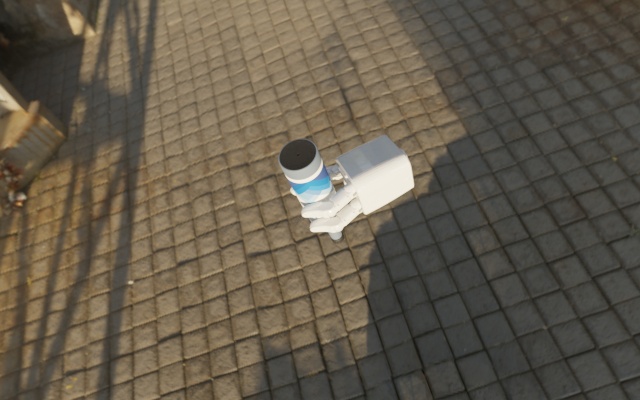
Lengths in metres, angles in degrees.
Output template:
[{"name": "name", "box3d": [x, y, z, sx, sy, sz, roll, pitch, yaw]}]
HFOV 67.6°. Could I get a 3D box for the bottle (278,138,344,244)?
[{"name": "bottle", "box3d": [0.000, 0.003, 0.884, 0.069, 0.069, 0.296, 0, -31, 17]}]
